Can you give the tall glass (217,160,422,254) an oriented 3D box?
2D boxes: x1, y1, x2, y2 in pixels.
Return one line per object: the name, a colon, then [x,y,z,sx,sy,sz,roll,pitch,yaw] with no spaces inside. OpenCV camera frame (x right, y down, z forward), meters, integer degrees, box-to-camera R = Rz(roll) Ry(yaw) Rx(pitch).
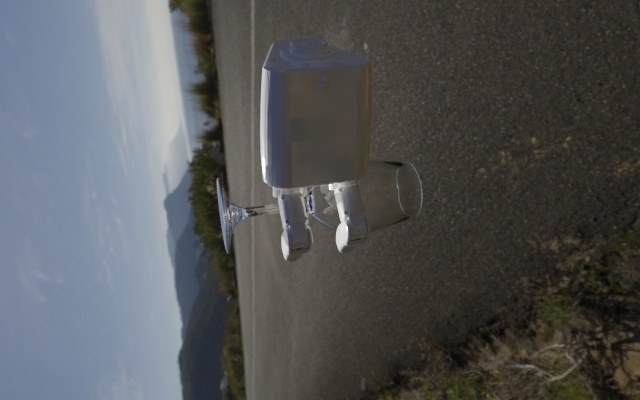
tall glass: [-0.001,0.002,0.489,0.201,0.079,0.079,-8,2,-15]
